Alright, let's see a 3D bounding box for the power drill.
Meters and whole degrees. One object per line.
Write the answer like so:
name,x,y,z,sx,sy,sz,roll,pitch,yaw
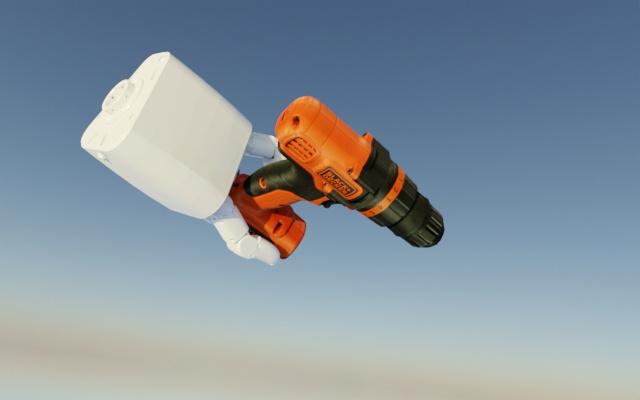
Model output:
power drill,0.000,0.002,0.460,0.184,0.057,0.188,40,-39,-21
